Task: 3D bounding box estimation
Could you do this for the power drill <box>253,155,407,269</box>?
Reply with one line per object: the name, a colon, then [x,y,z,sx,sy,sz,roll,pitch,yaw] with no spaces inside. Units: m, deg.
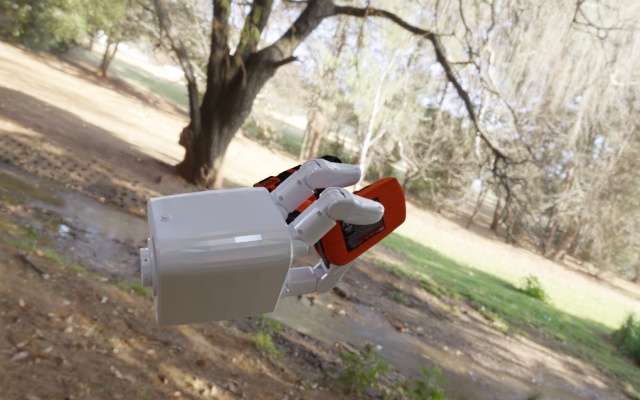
power drill: [0.000,0.002,0.523,0.184,0.057,0.187,-32,24,-31]
